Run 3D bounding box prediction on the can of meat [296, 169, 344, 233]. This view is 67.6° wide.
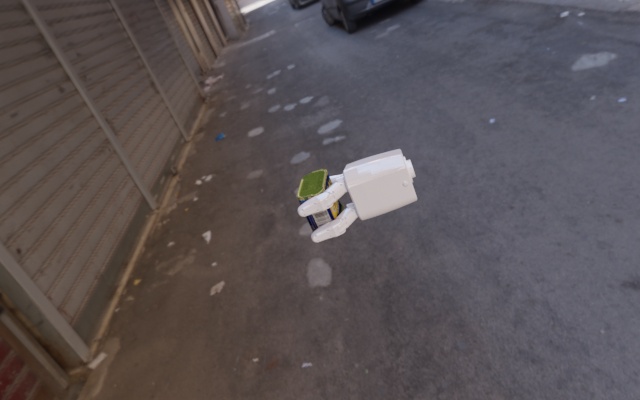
[{"bbox_3d":[0.000,0.003,0.858,0.057,0.084,0.102,-16,27,14],"label":"can of meat"}]
